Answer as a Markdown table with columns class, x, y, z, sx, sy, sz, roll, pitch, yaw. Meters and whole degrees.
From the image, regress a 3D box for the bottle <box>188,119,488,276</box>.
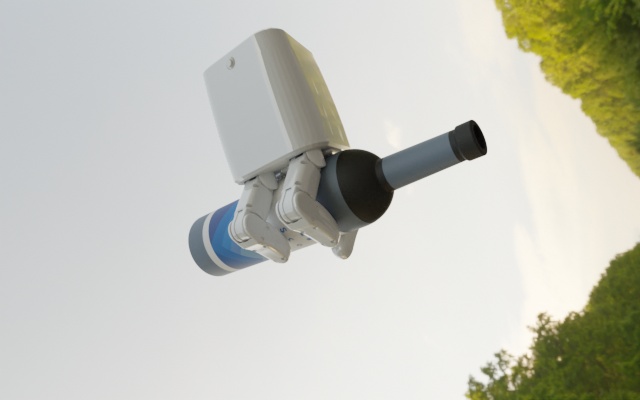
| class | x | y | z | sx | sy | sz | roll | pitch | yaw |
| --- | --- | --- | --- | --- | --- | --- | --- | --- | --- |
| bottle | 0.000 | 0.002 | 0.420 | 0.296 | 0.069 | 0.069 | -22 | -13 | 35 |
